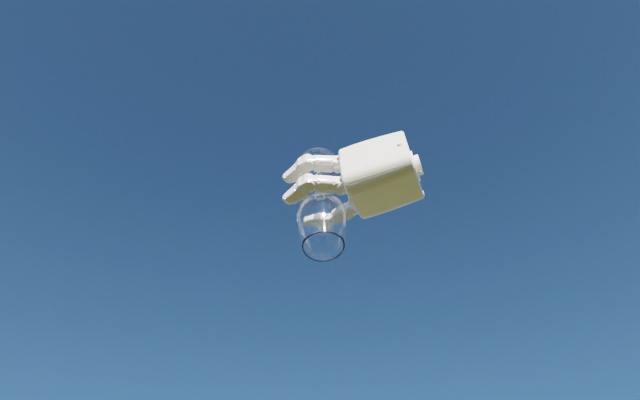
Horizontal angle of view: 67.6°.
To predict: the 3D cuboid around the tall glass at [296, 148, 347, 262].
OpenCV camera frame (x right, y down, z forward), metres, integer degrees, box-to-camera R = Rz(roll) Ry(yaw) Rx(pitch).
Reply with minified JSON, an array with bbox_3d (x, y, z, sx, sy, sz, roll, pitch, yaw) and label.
[{"bbox_3d":[0.000,0.002,0.757,0.079,0.079,0.200,0,40,-3],"label":"tall glass"}]
